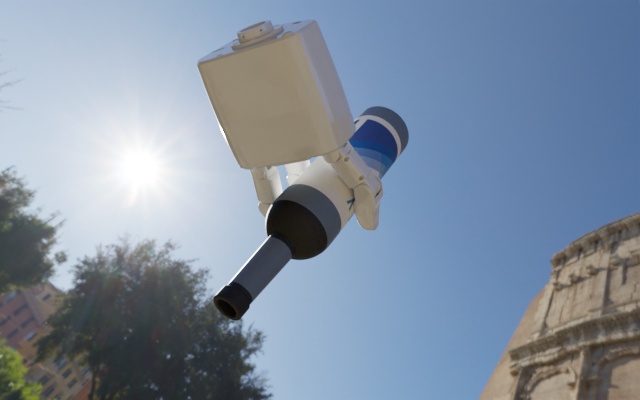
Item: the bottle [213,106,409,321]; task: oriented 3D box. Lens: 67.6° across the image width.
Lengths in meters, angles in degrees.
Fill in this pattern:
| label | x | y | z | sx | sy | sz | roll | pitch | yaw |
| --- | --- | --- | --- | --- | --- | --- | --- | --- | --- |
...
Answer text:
| label | x | y | z | sx | sy | sz | roll | pitch | yaw |
| --- | --- | --- | --- | --- | --- | --- | --- | --- | --- |
| bottle | 0.000 | 0.001 | 0.470 | 0.069 | 0.069 | 0.295 | 0 | 34 | 38 |
